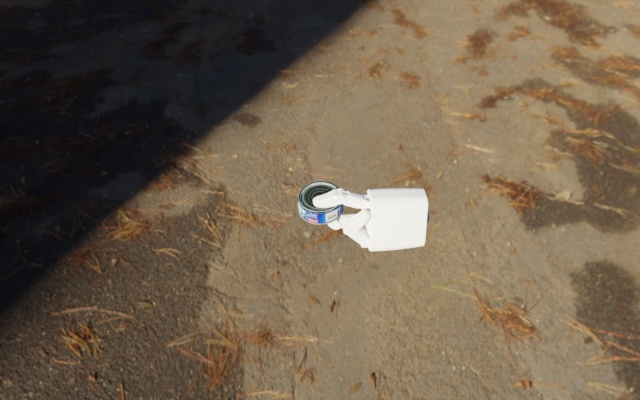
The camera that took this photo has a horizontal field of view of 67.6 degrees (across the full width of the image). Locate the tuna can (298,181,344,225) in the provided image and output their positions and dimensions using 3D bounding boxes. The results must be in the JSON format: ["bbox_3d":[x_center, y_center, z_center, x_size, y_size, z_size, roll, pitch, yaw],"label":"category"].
[{"bbox_3d":[0.000,0.003,0.891,0.086,0.086,0.034,-2,-45,2],"label":"tuna can"}]
